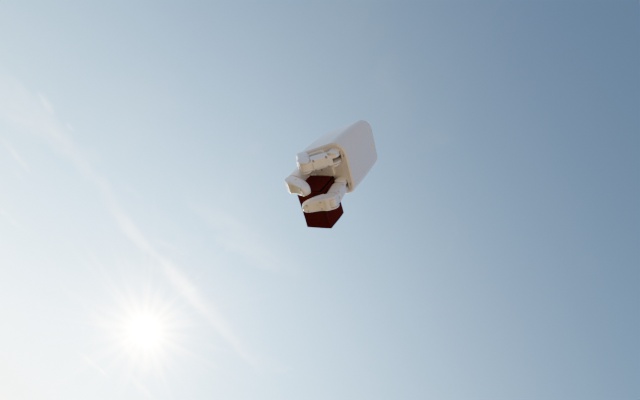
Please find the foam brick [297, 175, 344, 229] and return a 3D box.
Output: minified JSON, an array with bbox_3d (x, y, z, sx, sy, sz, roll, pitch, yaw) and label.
[{"bbox_3d":[0.000,0.003,0.832,0.053,0.078,0.051,4,35,32],"label":"foam brick"}]
